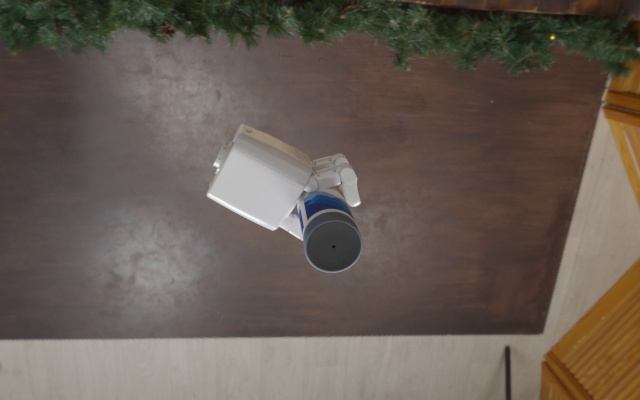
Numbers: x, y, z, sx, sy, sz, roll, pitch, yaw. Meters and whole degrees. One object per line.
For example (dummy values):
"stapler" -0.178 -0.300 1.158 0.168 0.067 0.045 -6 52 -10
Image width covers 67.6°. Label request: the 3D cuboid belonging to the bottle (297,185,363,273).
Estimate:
"bottle" 0.000 0.002 0.673 0.069 0.069 0.295 0 20 -6
